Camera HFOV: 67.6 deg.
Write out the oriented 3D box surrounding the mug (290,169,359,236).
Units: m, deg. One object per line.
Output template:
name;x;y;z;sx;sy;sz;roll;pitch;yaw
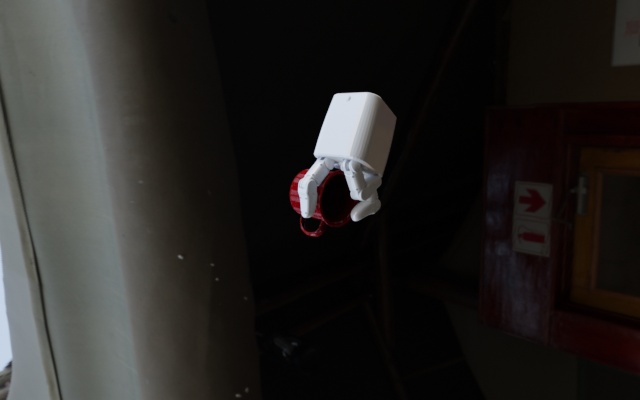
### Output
mug;0.000;0.004;0.791;0.081;0.117;0.093;12;-8;44
